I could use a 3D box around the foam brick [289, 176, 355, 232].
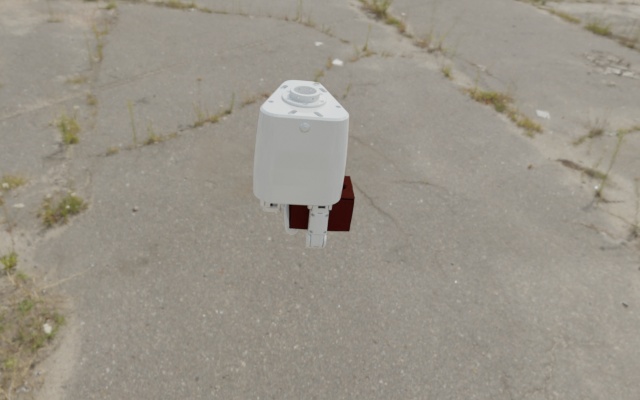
[{"bbox_3d":[0.000,0.002,0.591,0.078,0.051,0.053,3,34,-6],"label":"foam brick"}]
